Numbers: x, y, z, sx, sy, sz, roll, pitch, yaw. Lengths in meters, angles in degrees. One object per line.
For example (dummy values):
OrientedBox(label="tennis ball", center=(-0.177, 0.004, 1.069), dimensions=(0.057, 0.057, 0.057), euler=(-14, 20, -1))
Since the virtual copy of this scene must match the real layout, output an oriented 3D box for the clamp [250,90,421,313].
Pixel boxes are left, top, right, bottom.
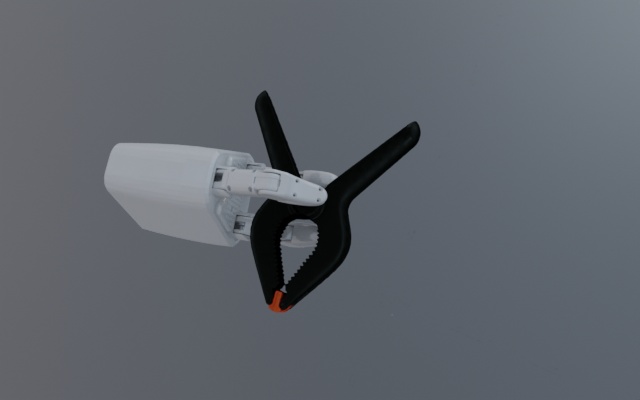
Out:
OrientedBox(label="clamp", center=(0.000, 0.002, 0.442), dimensions=(0.164, 0.210, 0.036), euler=(7, -12, 13))
